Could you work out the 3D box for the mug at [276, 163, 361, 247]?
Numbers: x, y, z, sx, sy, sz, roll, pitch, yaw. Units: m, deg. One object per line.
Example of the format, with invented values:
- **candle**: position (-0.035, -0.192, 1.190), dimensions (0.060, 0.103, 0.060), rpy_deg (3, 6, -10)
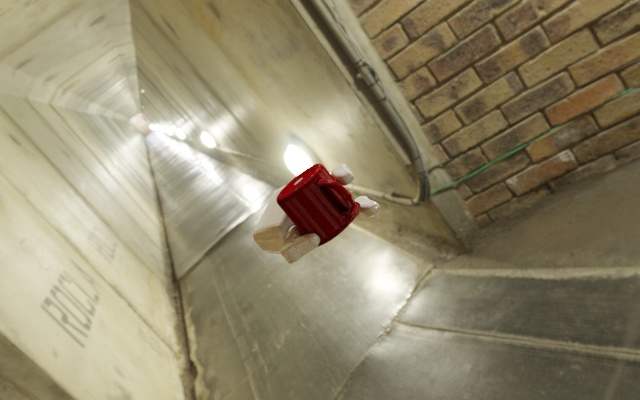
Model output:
- **mug**: position (0.001, 0.002, 0.643), dimensions (0.093, 0.081, 0.117), rpy_deg (-48, 16, -28)
